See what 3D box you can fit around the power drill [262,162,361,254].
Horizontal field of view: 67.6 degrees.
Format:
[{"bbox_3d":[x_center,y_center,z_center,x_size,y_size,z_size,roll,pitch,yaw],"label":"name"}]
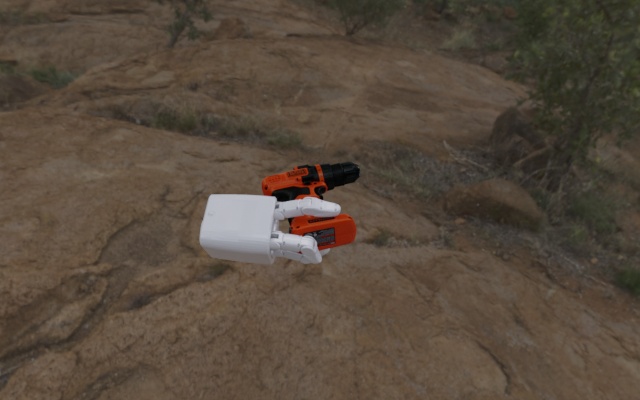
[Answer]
[{"bbox_3d":[0.000,0.003,0.823,0.184,0.057,0.187,-13,37,-7],"label":"power drill"}]
